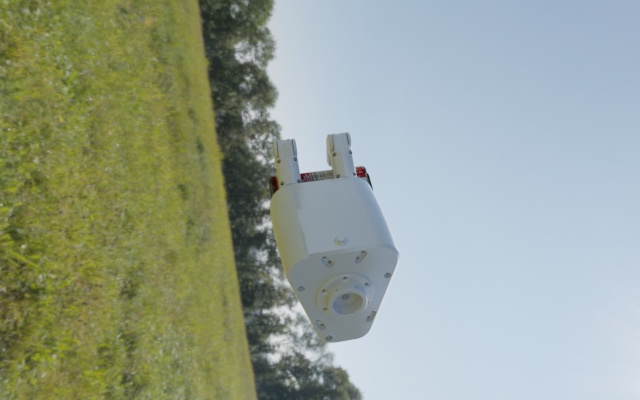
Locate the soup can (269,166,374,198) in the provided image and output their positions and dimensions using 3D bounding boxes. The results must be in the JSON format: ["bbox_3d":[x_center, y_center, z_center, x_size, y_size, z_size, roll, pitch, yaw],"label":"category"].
[{"bbox_3d":[0.000,0.001,0.506,0.102,0.068,0.068,-8,1,-7],"label":"soup can"}]
